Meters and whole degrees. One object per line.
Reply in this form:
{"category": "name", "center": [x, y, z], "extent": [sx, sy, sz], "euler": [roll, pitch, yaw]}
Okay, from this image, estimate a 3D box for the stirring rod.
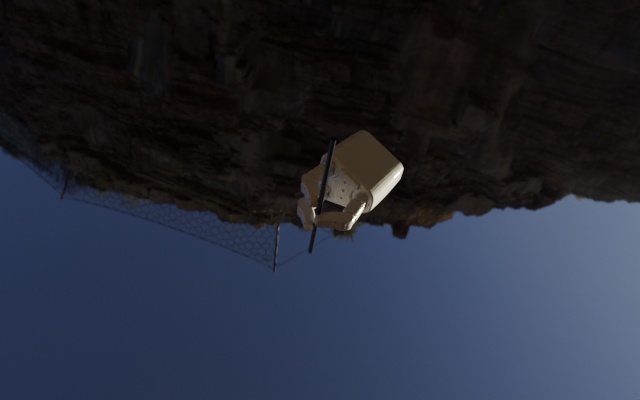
{"category": "stirring rod", "center": [0.000, 0.002, 0.710], "extent": [0.011, 0.011, 0.240], "euler": [0, -43, -11]}
